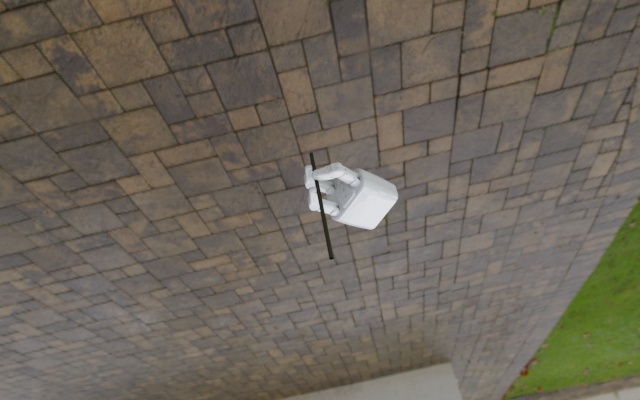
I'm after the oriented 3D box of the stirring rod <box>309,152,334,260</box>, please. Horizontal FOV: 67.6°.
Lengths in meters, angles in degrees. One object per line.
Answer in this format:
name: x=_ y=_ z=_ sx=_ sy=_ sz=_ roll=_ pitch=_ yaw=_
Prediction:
stirring rod: x=0.000 y=0.003 z=0.889 sx=0.011 sy=0.239 sz=0.011 roll=-7 pitch=-35 yaw=-5
